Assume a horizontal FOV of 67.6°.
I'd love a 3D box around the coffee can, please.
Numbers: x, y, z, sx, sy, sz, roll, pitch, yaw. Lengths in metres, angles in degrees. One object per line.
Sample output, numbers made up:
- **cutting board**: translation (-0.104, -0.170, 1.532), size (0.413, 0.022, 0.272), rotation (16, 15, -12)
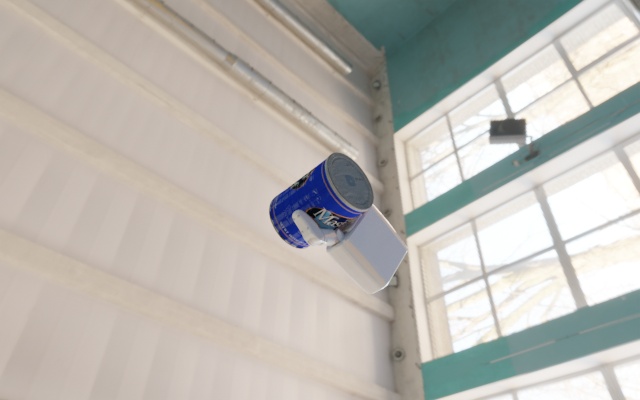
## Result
- **coffee can**: translation (0.000, 0.002, 0.771), size (0.140, 0.102, 0.103), rotation (-35, -21, 33)
